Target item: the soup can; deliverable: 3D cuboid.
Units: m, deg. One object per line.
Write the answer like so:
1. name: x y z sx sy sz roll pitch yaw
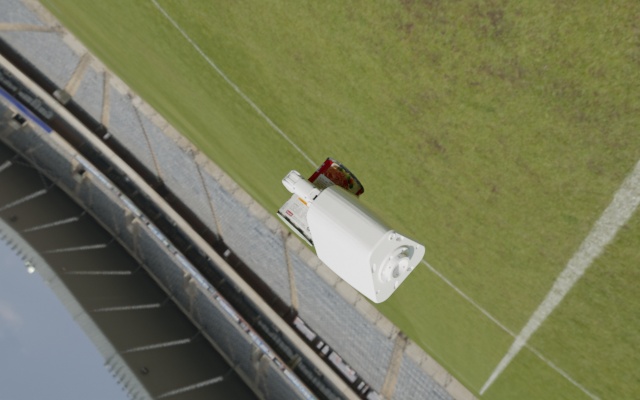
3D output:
1. soup can: 0.000 0.002 0.637 0.068 0.102 0.068 42 -8 7
